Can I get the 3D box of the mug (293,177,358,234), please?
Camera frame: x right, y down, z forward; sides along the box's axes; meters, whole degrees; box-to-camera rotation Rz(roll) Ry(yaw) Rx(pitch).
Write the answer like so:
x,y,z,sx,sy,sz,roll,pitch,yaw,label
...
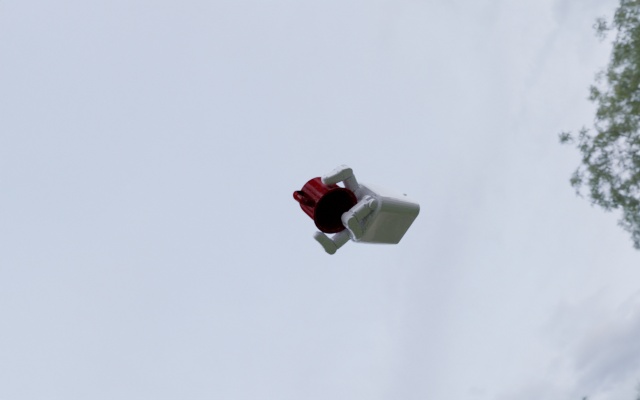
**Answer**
x,y,z,sx,sy,sz,roll,pitch,yaw,label
-0.001,0.003,0.893,0.117,0.093,0.081,10,17,-33,mug
